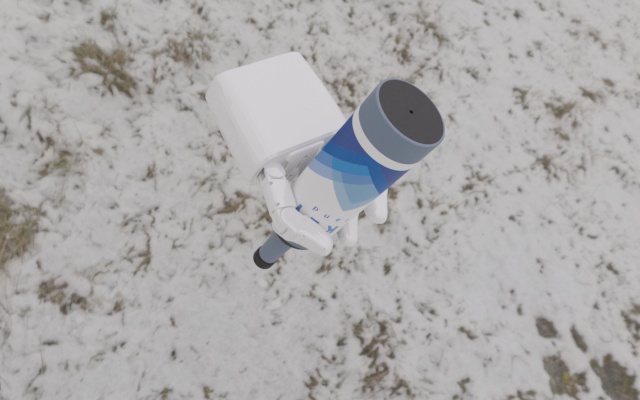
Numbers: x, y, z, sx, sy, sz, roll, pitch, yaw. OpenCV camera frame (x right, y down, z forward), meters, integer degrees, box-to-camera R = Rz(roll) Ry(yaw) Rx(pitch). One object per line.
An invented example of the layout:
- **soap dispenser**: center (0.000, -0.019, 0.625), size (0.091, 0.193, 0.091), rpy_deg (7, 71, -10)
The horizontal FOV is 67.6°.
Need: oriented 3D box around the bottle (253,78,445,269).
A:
- **bottle**: center (0.000, 0.002, 0.476), size (0.069, 0.069, 0.296), rpy_deg (0, -29, -33)
